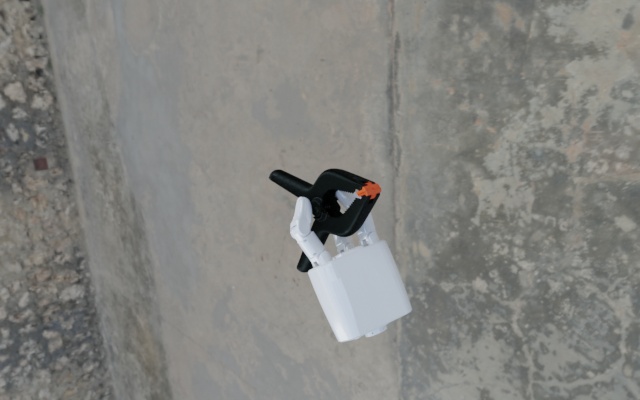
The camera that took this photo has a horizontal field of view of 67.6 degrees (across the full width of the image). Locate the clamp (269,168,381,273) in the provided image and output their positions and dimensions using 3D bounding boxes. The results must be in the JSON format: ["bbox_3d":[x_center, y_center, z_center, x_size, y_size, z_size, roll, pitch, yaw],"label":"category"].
[{"bbox_3d":[0.000,0.002,0.675,0.036,0.164,0.210,-16,-11,-39],"label":"clamp"}]
